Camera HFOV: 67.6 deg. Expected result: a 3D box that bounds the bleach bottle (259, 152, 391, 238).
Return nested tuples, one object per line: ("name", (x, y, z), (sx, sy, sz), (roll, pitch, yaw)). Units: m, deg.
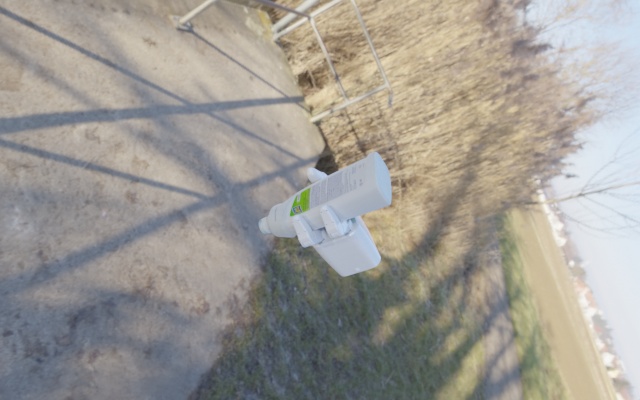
("bleach bottle", (0.000, 0.003, 0.858), (0.251, 0.102, 0.068), (-21, -52, 23))
